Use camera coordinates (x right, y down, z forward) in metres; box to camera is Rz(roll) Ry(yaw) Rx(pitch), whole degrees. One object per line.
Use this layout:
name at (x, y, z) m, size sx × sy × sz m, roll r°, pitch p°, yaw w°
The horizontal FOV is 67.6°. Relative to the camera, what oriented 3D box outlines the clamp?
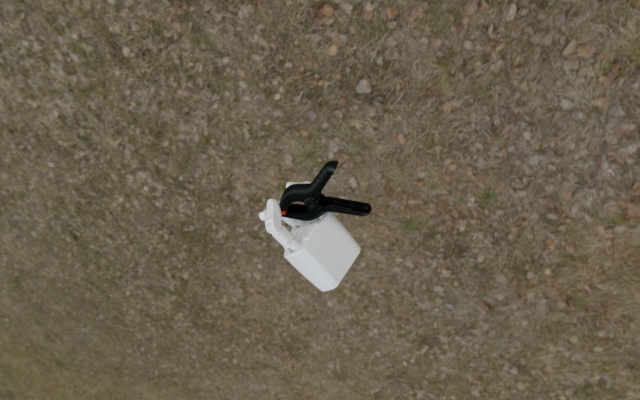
clamp at (0.000, 0.003, 0.818) m, size 0.171 × 0.120 × 0.039 m, roll -23°, pitch 27°, yaw 41°
